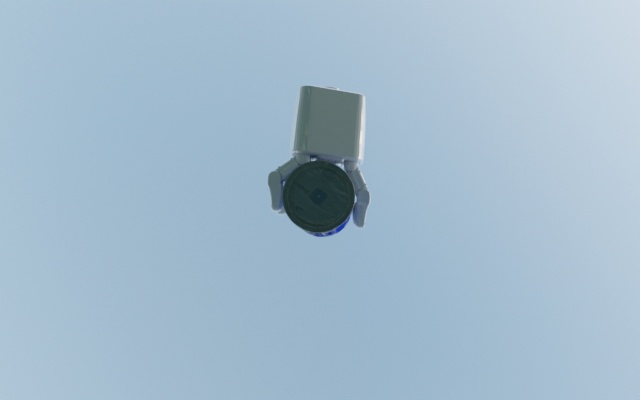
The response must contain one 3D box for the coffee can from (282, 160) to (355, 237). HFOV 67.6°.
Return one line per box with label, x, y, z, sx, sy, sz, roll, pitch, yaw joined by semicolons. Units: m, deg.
coffee can;0.000;0.003;0.734;0.103;0.103;0.140;0;-7;2
